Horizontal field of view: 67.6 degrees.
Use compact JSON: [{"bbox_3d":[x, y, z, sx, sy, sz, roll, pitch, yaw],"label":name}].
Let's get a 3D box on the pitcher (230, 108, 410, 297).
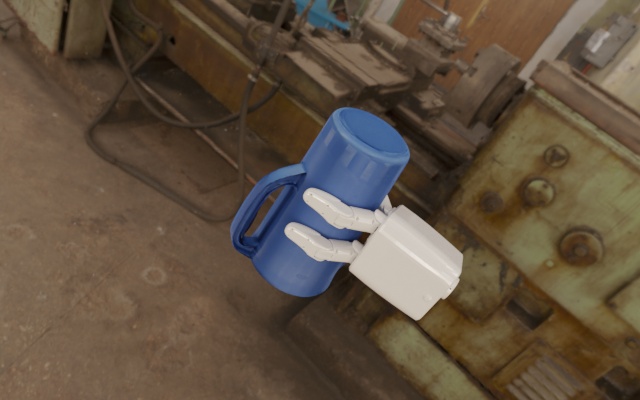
[{"bbox_3d":[0.000,0.002,0.624,0.145,0.243,0.149,39,33,10],"label":"pitcher"}]
